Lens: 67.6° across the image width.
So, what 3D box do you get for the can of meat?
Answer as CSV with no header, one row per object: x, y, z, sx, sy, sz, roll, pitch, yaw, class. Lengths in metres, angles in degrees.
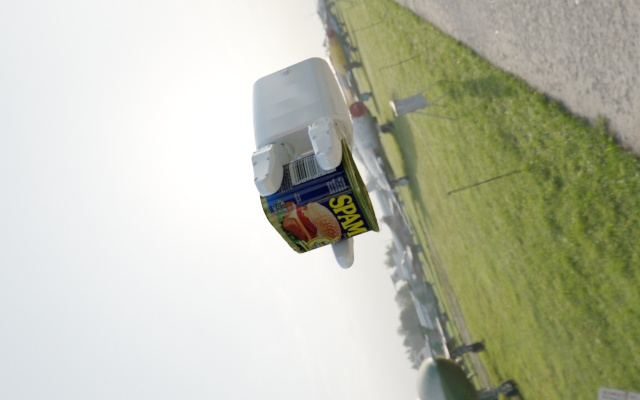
0.000,0.002,0.439,0.084,0.057,0.102,-19,-35,9,can of meat
